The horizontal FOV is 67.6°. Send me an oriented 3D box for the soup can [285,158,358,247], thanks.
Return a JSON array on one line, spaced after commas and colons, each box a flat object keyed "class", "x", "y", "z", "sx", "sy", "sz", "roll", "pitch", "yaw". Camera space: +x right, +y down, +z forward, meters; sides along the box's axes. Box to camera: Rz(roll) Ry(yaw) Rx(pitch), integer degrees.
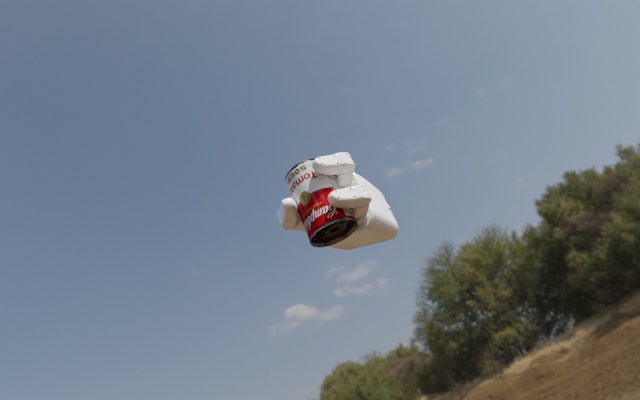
[{"class": "soup can", "x": 0.000, "y": 0.002, "z": 0.642, "sx": 0.068, "sy": 0.102, "sz": 0.068, "roll": -19, "pitch": -27, "yaw": -10}]
